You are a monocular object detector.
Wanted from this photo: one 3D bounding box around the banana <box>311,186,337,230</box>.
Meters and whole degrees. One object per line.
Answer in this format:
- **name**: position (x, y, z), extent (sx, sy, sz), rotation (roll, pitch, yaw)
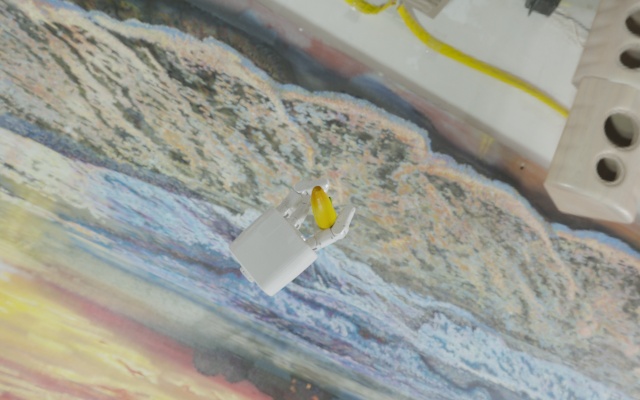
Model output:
- **banana**: position (0.007, 0.021, 0.827), extent (0.037, 0.069, 0.198), rotation (-19, -7, 2)
